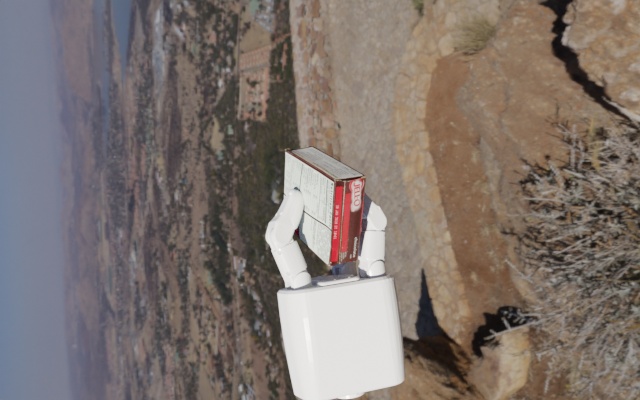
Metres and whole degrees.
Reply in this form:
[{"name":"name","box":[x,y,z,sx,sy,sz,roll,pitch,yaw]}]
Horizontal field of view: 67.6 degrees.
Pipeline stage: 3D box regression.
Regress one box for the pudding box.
[{"name":"pudding box","box":[0.000,0.002,0.488,0.039,0.090,0.113,-8,25,-29]}]
